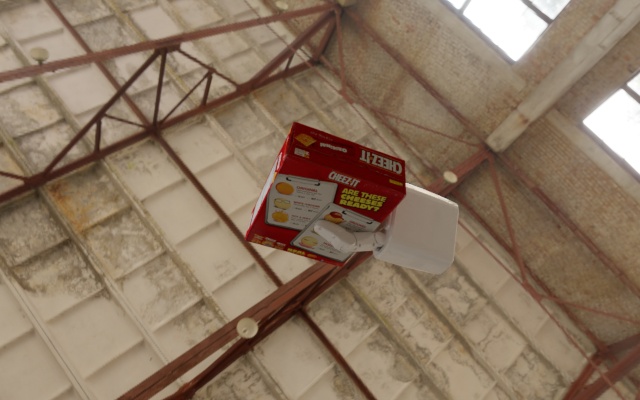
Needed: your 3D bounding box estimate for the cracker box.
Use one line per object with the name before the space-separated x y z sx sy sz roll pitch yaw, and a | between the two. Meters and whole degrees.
cracker box | 0.000 0.002 0.683 0.164 0.072 0.214 17 -39 -13
